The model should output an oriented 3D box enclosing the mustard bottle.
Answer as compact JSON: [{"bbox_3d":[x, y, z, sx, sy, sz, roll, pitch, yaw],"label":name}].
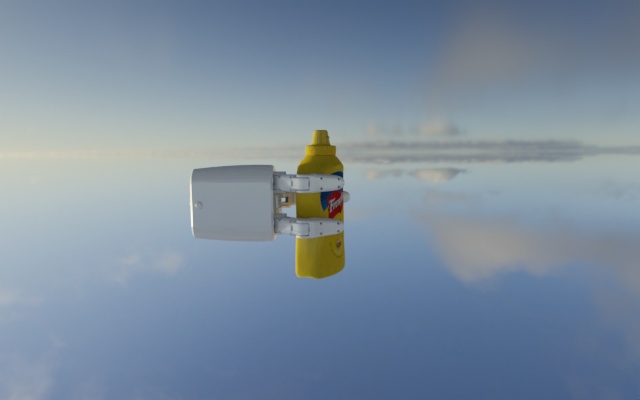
[{"bbox_3d":[0.000,0.002,0.642,0.058,0.191,0.096,2,6,26],"label":"mustard bottle"}]
